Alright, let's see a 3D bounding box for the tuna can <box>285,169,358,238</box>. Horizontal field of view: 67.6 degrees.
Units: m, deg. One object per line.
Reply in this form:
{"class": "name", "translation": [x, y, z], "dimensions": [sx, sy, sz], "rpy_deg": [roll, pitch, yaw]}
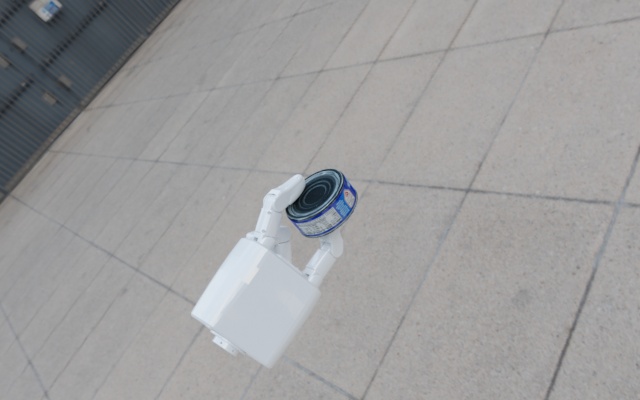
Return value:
{"class": "tuna can", "translation": [0.000, 0.001, 0.576], "dimensions": [0.086, 0.086, 0.034], "rpy_deg": [0, -42, 46]}
